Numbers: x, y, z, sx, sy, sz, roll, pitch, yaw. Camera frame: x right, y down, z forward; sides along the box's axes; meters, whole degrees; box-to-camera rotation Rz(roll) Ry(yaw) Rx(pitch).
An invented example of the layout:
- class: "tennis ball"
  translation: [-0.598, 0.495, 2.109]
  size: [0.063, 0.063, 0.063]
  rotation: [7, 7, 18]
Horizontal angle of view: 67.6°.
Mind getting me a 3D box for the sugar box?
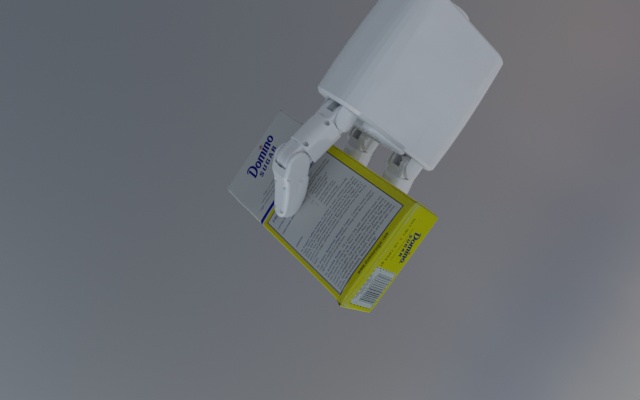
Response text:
- class: "sugar box"
  translation: [0.001, 0.001, 0.400]
  size: [0.048, 0.093, 0.176]
  rotation: [29, 9, -47]
